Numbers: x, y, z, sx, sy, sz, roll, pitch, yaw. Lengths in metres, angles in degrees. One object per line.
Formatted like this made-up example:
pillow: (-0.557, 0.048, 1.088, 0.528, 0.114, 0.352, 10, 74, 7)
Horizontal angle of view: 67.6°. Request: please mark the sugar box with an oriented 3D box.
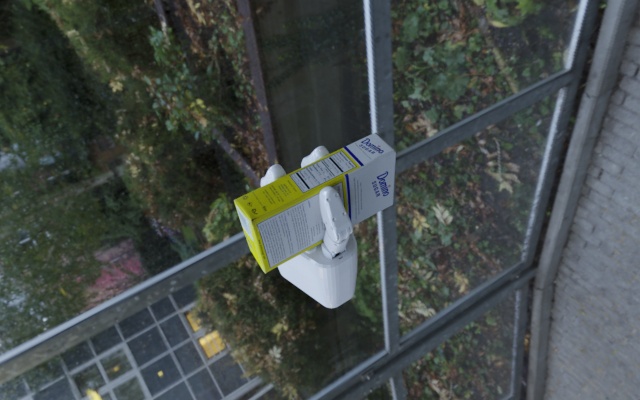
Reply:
sugar box: (0.000, 0.002, 0.530, 0.176, 0.093, 0.048, -28, 53, -18)
